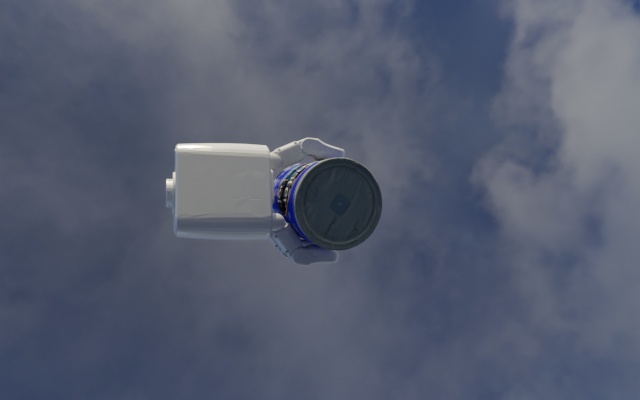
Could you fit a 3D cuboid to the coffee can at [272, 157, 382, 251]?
[{"bbox_3d":[0.000,0.002,0.590,0.103,0.103,0.140,0,2,-18],"label":"coffee can"}]
